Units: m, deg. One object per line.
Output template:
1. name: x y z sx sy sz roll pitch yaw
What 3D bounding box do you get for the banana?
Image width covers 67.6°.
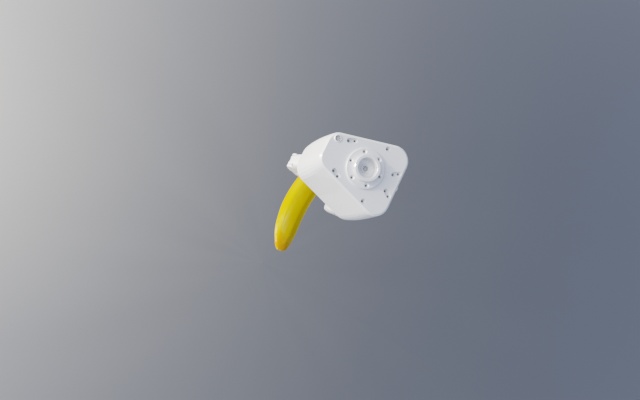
1. banana: -0.009 -0.014 0.709 0.197 0.070 0.037 -44 18 -16
